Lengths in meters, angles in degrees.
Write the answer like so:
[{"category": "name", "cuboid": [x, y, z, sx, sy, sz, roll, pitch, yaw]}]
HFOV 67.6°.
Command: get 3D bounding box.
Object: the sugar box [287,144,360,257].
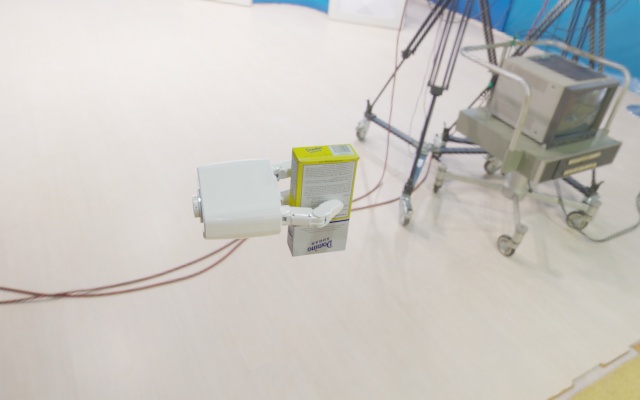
[{"category": "sugar box", "cuboid": [0.000, 0.002, 0.727, 0.093, 0.176, 0.048, -5, 38, -17]}]
